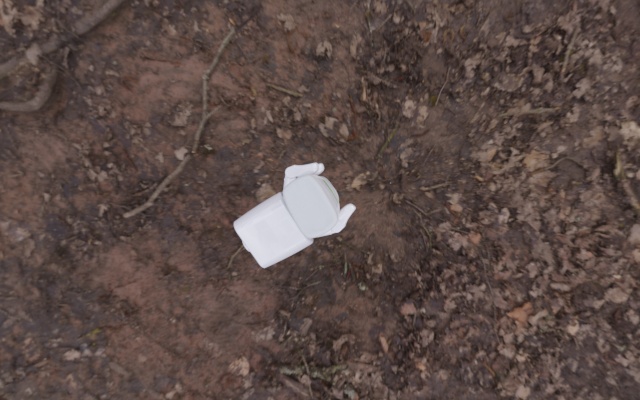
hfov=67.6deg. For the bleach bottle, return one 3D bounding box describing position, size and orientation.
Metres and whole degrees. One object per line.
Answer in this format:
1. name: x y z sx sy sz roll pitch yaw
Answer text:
1. bleach bottle: 0.000 0.003 0.873 0.068 0.102 0.251 -30 -2 9
